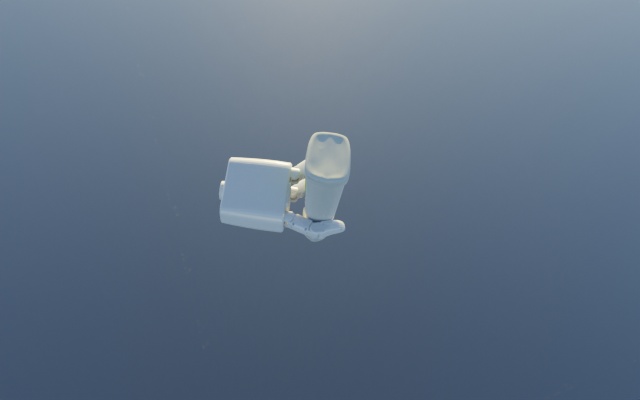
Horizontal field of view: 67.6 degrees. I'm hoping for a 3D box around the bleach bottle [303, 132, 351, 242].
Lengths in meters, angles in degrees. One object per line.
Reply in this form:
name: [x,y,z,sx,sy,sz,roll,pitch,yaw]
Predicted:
bleach bottle: [0.000,0.003,0.812,0.068,0.102,0.251,7,-35,-2]
